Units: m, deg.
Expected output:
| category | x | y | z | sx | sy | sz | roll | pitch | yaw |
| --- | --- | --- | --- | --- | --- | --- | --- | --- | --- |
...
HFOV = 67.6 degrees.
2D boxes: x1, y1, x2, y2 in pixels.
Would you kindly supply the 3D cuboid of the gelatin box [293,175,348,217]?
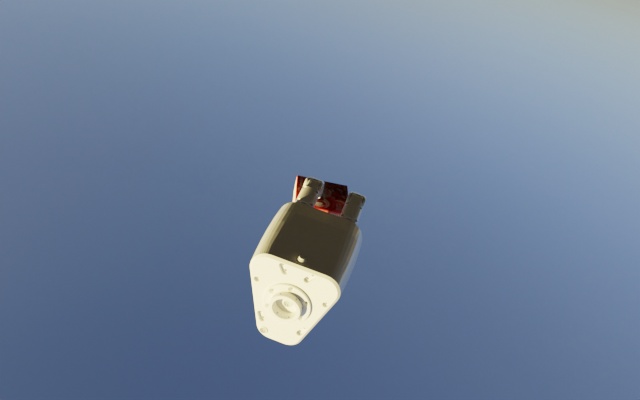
| category | x | y | z | sx | sy | sz | roll | pitch | yaw |
| --- | --- | --- | --- | --- | --- | --- | --- | --- | --- |
| gelatin box | 0.000 | 0.002 | 0.637 | 0.073 | 0.030 | 0.089 | 12 | 26 | -6 |
